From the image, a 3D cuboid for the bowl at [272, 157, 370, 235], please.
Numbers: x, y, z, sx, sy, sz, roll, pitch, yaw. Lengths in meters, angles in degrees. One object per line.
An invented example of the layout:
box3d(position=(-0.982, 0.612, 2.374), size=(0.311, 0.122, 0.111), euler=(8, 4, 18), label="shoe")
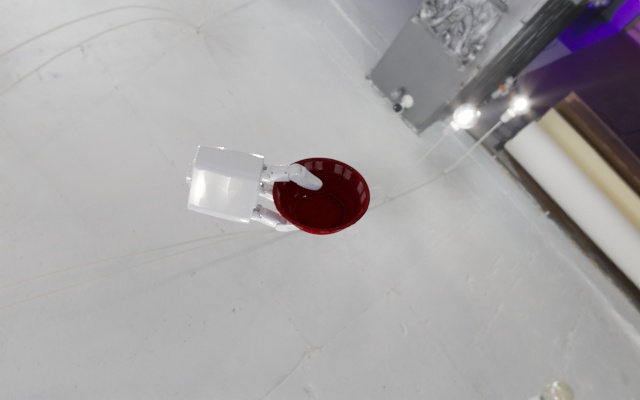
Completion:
box3d(position=(0.001, 0.003, 0.801), size=(0.162, 0.162, 0.055), euler=(0, -40, -4), label="bowl")
